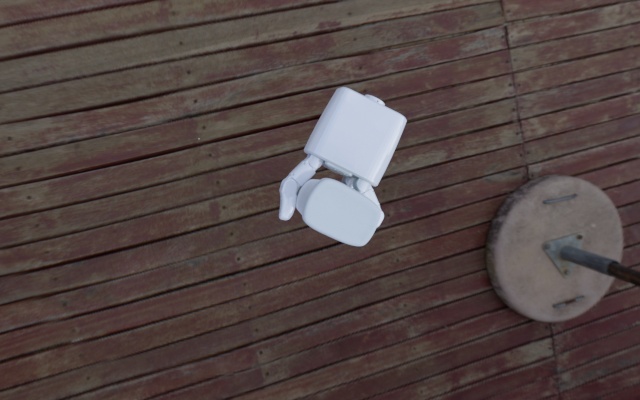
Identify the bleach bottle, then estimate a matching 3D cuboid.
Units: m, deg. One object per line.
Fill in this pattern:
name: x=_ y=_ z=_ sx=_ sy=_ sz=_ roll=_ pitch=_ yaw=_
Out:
bleach bottle: x=0.000 y=0.002 z=0.712 sx=0.102 sy=0.068 sz=0.251 roll=27 pitch=0 yaw=-16
